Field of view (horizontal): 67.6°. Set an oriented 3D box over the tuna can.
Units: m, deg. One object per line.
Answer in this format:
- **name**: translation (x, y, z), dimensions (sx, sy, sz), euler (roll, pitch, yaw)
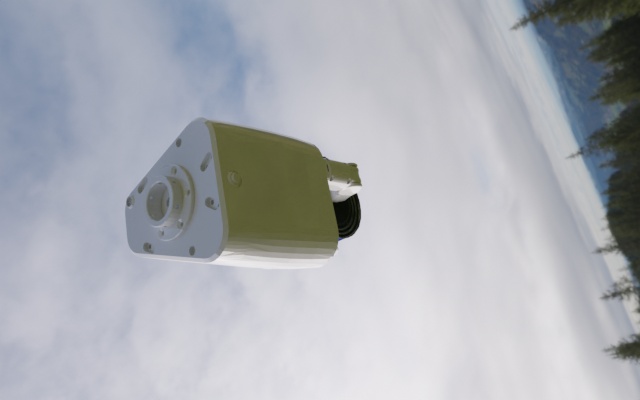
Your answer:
- **tuna can**: translation (0.000, 0.002, 0.469), dimensions (0.034, 0.086, 0.086), euler (-27, -17, 36)
